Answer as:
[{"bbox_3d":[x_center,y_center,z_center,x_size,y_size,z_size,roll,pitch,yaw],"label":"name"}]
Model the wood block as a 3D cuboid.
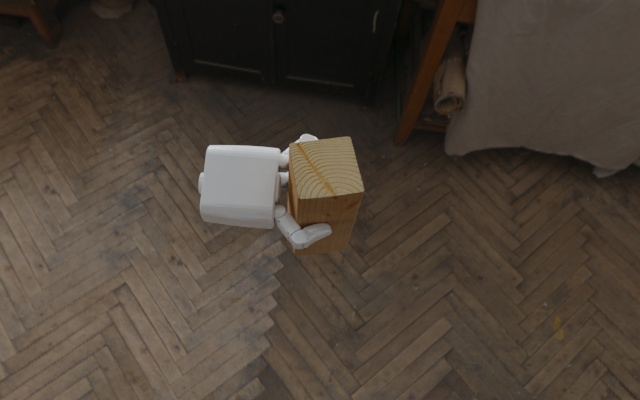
[{"bbox_3d":[0.000,0.003,0.728,0.090,0.090,0.206,-7,-26,-8],"label":"wood block"}]
